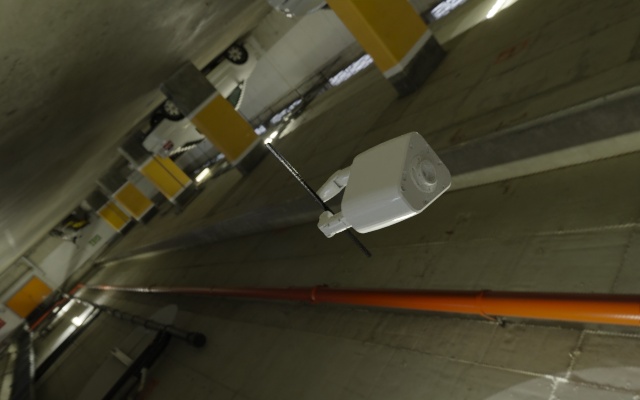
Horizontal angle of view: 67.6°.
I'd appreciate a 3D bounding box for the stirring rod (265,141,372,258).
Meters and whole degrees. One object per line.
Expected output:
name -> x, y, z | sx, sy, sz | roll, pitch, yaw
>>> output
stirring rod -> 0.000, 0.002, 0.722 | 0.011, 0.239, 0.011 | -38, 17, 14
